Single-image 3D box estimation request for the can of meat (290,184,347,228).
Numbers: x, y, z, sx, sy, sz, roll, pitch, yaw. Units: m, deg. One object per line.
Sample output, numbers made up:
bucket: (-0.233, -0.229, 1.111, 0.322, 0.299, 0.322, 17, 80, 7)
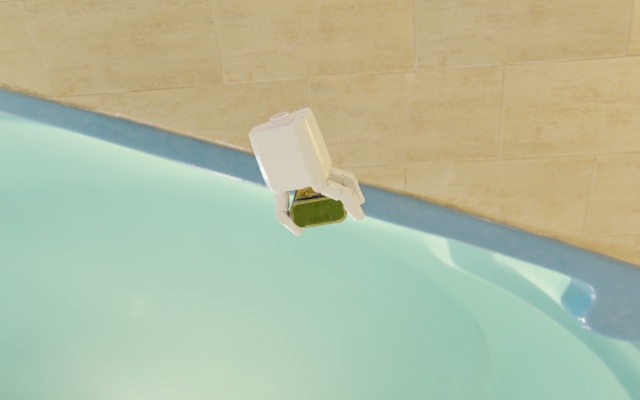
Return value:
can of meat: (0.000, 0.003, 0.840, 0.102, 0.057, 0.084, -10, 23, 10)
